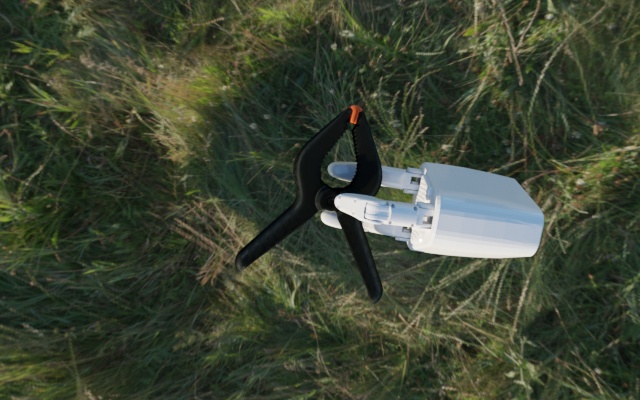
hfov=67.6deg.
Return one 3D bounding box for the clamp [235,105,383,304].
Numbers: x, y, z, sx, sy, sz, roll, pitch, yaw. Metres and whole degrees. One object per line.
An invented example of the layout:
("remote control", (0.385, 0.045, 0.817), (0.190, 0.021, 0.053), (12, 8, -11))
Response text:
("clamp", (0.000, 0.001, 0.507), (0.164, 0.210, 0.036), (7, 9, -5))
